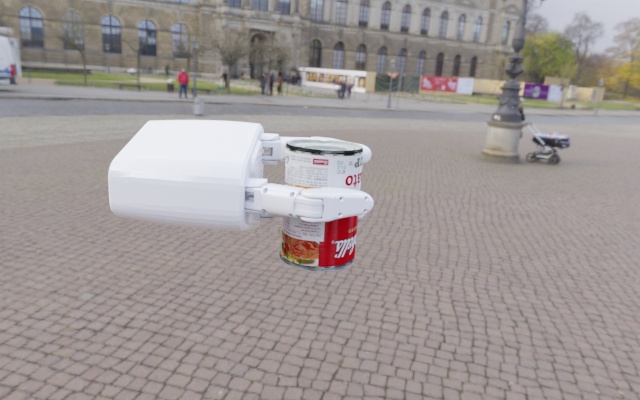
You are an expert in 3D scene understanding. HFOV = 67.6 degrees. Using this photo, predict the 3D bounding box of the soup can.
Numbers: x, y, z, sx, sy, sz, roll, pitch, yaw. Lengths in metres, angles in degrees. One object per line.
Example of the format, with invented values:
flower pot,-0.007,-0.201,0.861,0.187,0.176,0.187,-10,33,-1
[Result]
soup can,0.001,0.001,0.416,0.068,0.102,0.068,4,15,-1
